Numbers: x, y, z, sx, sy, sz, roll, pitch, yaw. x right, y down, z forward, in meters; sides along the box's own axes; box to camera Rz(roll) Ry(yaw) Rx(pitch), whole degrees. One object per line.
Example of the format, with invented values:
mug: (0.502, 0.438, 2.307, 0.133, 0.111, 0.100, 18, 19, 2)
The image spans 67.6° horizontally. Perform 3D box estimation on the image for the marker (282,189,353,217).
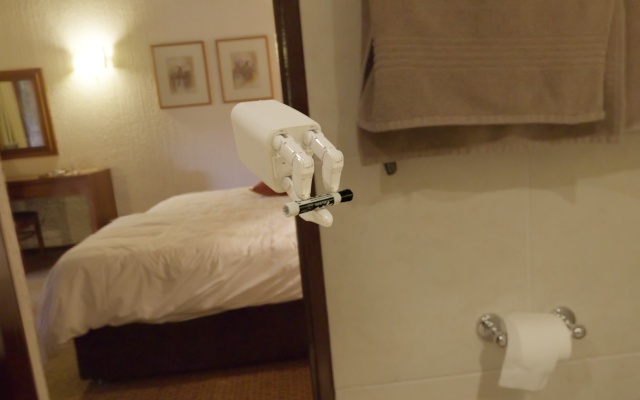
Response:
marker: (0.000, 0.002, 0.666, 0.121, 0.020, 0.020, -14, 9, -39)
